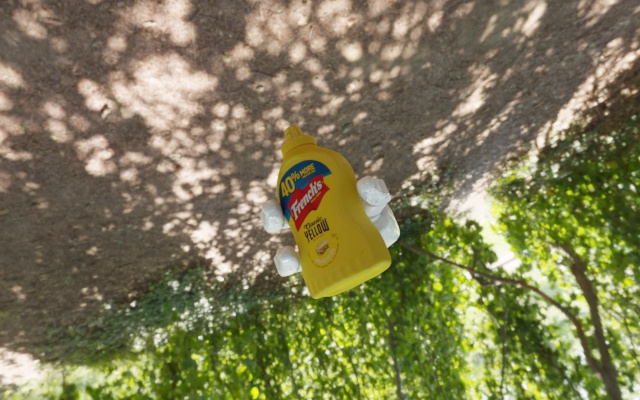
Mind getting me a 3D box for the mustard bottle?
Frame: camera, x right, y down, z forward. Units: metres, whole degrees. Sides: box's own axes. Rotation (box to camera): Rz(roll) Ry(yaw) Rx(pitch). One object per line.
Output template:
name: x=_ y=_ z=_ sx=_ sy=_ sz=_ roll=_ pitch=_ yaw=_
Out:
mustard bottle: x=0.000 y=0.002 z=0.521 sx=0.096 sy=0.191 sz=0.058 roll=-35 pitch=-23 yaw=35
